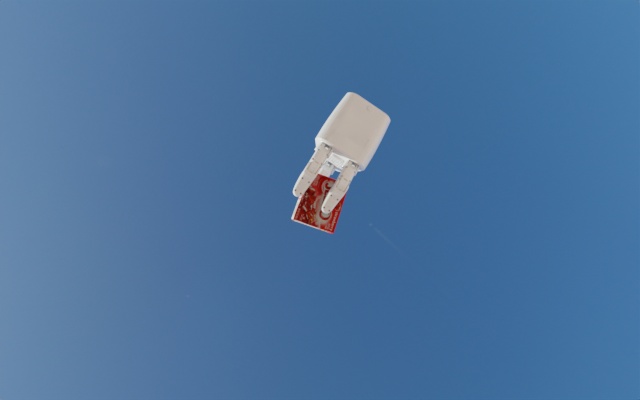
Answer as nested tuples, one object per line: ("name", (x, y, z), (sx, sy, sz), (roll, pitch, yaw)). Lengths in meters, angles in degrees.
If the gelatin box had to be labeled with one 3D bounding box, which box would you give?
("gelatin box", (0.000, 0.003, 0.810), (0.073, 0.089, 0.030), (20, -7, -9))
